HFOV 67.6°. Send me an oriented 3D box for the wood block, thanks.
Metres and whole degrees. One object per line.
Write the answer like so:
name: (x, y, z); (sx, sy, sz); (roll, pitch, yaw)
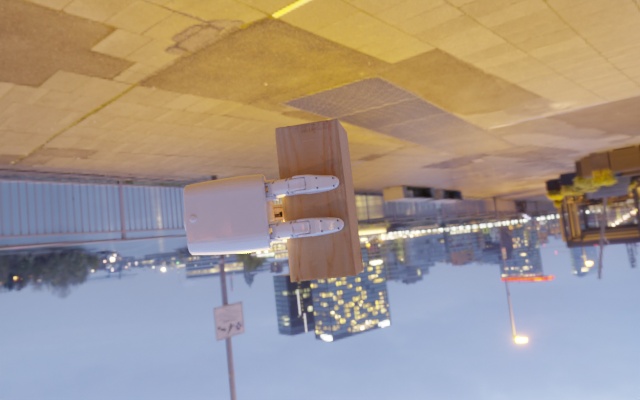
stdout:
wood block: (0.000, 0.002, 0.666); (0.090, 0.206, 0.091); (-7, -5, 10)
